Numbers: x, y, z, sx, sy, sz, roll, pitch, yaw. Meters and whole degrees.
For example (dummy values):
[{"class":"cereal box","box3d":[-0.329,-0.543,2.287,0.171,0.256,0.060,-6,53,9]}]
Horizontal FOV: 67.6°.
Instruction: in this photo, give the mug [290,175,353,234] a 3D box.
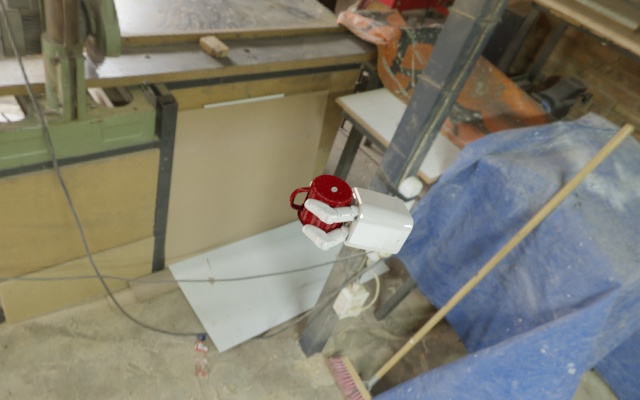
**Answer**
[{"class":"mug","box3d":[-0.001,0.002,0.899,0.117,0.081,0.093,13,40,-12]}]
